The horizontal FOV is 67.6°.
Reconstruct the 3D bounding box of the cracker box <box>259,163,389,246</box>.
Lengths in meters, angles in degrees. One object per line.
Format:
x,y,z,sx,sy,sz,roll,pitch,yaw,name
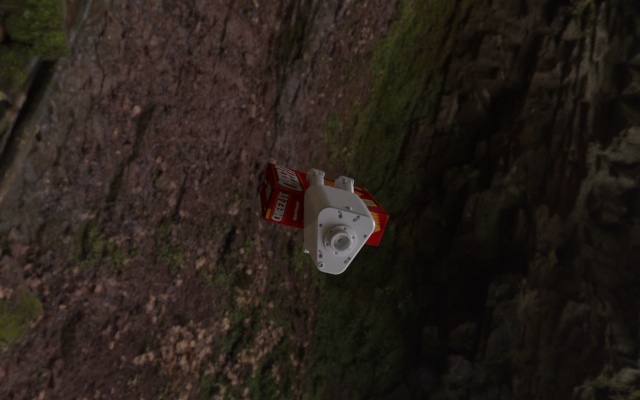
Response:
0.000,0.003,0.892,0.214,0.072,0.164,15,15,-14,cracker box
